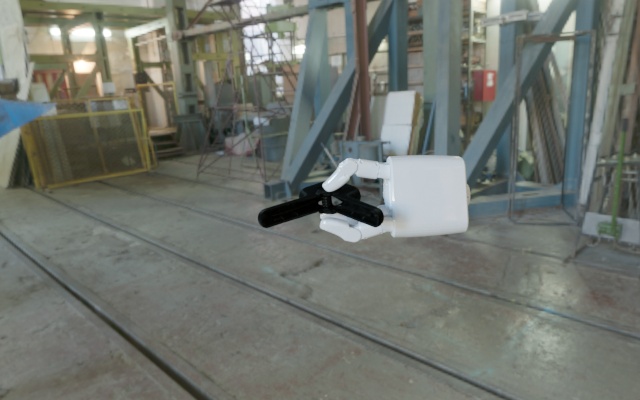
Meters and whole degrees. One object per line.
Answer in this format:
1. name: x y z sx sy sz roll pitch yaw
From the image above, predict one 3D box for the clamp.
1. clamp: 0.000 0.001 0.703 0.164 0.036 0.210 -1 14 1
